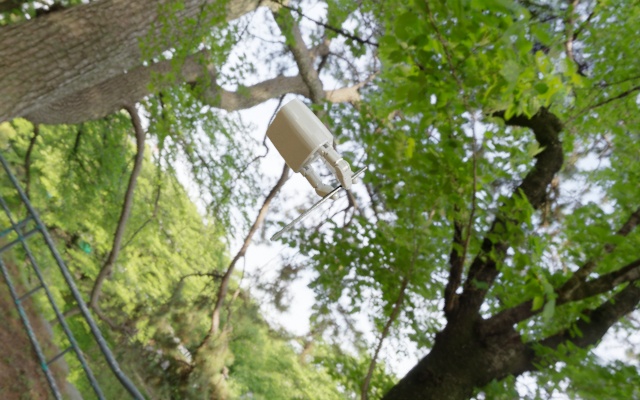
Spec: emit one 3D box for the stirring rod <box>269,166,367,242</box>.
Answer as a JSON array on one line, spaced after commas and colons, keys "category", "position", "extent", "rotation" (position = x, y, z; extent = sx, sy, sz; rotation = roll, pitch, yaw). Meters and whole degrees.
[{"category": "stirring rod", "position": [0.000, 0.003, 0.899], "extent": [0.239, 0.011, 0.011], "rotation": [-37, 15, -21]}]
